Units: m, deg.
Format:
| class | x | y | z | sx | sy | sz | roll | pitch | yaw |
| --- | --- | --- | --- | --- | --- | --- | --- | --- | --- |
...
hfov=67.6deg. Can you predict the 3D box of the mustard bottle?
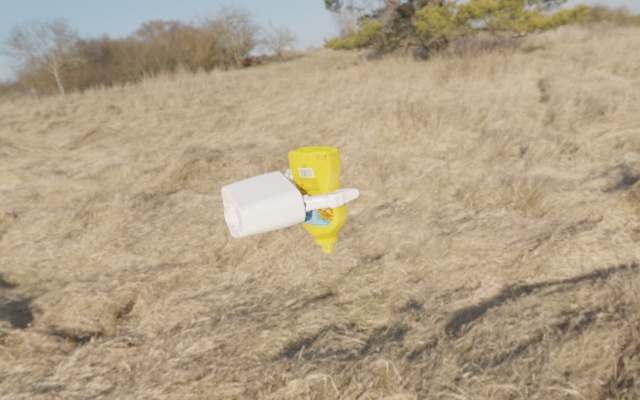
| class | x | y | z | sx | sy | sz | roll | pitch | yaw |
| --- | --- | --- | --- | --- | --- | --- | --- | --- | --- |
| mustard bottle | 0.000 | 0.002 | 0.845 | 0.096 | 0.192 | 0.058 | 4 | 20 | 39 |
